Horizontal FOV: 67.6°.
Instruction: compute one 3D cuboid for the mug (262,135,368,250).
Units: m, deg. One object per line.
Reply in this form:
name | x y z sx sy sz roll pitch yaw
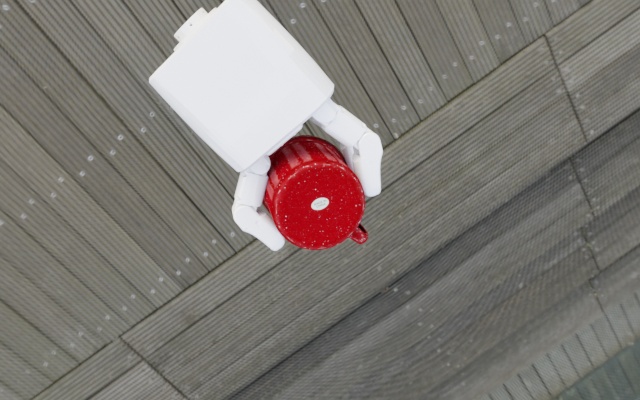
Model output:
mug | 0.001 0.002 0.440 0.117 0.093 0.081 43 5 -21
